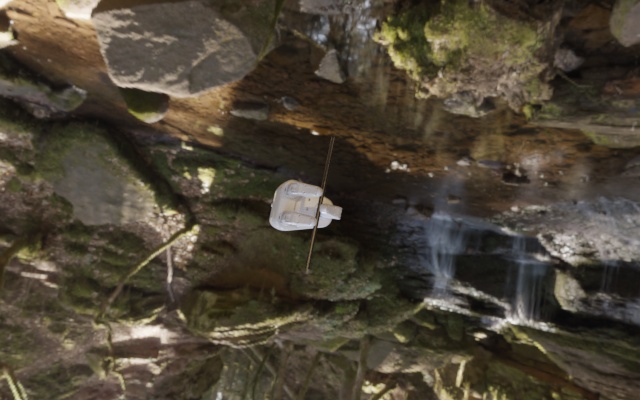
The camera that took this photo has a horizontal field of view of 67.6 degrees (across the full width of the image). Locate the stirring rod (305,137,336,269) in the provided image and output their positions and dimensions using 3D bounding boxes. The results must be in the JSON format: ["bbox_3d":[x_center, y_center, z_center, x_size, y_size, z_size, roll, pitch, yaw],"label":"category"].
[{"bbox_3d":[0.000,0.003,0.851,0.011,0.239,0.011,11,-6,1],"label":"stirring rod"}]
